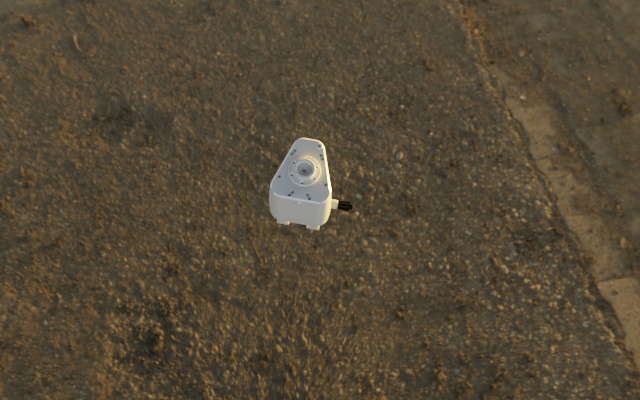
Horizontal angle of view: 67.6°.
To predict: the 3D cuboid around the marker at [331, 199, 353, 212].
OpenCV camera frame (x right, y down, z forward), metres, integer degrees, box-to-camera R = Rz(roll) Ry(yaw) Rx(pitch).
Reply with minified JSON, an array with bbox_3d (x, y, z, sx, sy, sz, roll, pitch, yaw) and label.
[{"bbox_3d":[0.000,0.003,0.891,0.121,0.020,0.020,9,0,-1],"label":"marker"}]
